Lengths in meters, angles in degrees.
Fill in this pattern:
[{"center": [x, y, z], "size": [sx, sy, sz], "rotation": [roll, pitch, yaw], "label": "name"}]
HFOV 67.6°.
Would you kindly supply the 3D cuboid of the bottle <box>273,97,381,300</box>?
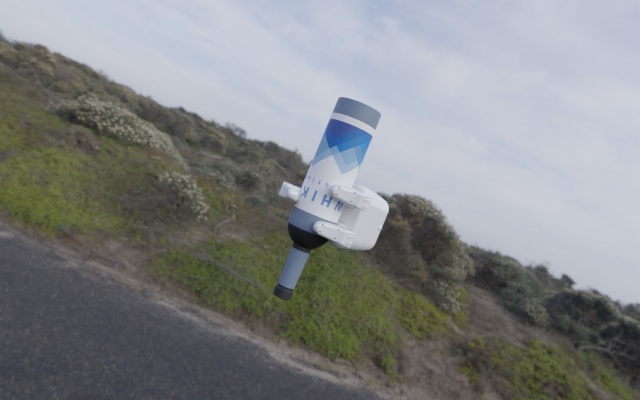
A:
[{"center": [0.000, 0.002, 0.683], "size": [0.069, 0.296, 0.069], "rotation": [22, 1, -1], "label": "bottle"}]
